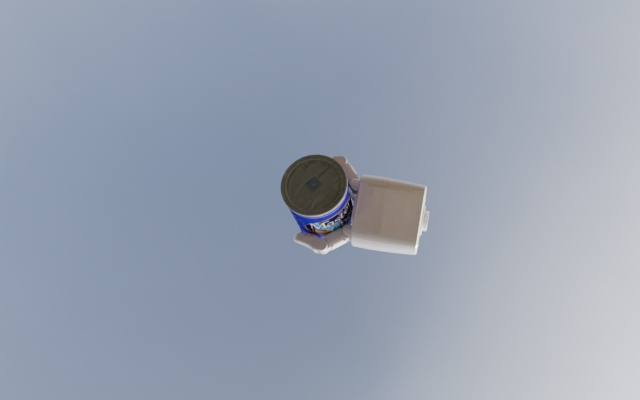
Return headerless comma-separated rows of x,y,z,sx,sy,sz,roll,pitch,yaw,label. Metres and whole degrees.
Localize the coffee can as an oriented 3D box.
0.000,0.003,0.782,0.103,0.102,0.140,0,-23,10,coffee can
